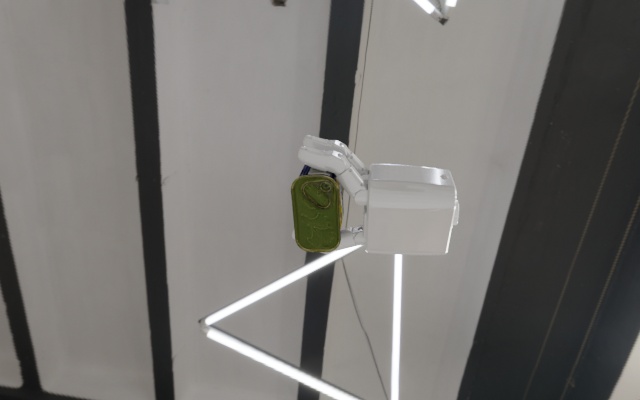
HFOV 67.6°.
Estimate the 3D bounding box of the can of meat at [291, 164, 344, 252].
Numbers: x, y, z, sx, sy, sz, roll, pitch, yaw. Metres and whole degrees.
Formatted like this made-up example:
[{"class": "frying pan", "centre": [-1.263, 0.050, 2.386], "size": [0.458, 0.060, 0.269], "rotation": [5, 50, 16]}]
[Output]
[{"class": "can of meat", "centre": [0.000, 0.002, 0.614], "size": [0.057, 0.102, 0.084], "rotation": [0, 23, 9]}]
